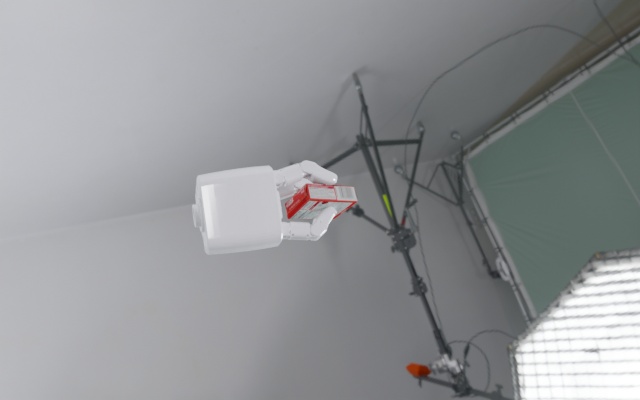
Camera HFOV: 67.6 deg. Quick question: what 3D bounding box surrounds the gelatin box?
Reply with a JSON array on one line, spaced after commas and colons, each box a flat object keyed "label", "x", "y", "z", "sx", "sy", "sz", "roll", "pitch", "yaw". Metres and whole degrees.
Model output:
[{"label": "gelatin box", "x": 0.000, "y": 0.003, "z": 0.739, "sx": 0.089, "sy": 0.030, "sz": 0.073, "roll": 3, "pitch": -25, "yaw": -30}]
